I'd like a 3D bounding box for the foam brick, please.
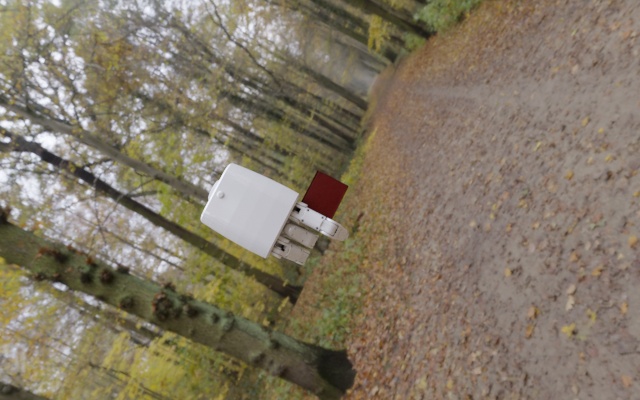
[{"bbox_3d":[0.000,0.002,0.690,0.051,0.078,0.053,27,-3,0],"label":"foam brick"}]
